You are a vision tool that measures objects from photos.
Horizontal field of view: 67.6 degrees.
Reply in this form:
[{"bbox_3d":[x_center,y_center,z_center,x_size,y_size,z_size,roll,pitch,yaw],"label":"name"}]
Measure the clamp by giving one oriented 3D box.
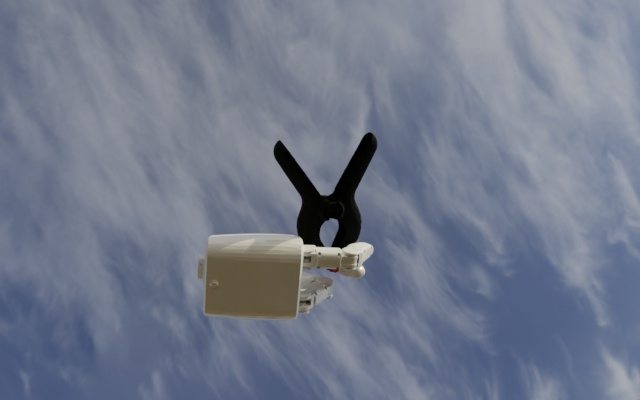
[{"bbox_3d":[0.000,0.002,0.561,0.120,0.171,0.039,3,14,-10],"label":"clamp"}]
